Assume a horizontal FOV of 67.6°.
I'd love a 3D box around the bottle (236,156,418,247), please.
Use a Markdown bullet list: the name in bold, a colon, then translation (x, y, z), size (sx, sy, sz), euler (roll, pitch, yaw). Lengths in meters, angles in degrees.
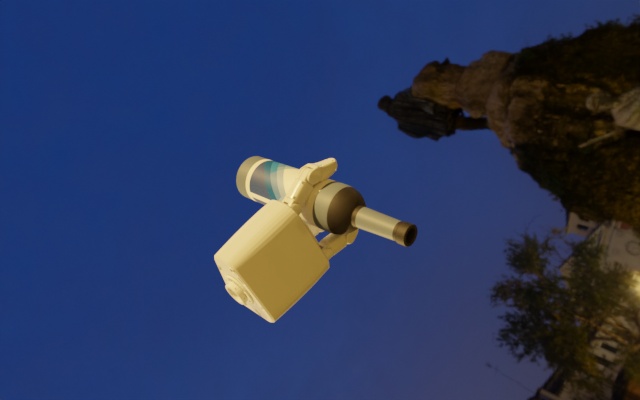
- **bottle**: translation (0.000, 0.002, 0.645), size (0.295, 0.069, 0.069), euler (20, 14, 41)
